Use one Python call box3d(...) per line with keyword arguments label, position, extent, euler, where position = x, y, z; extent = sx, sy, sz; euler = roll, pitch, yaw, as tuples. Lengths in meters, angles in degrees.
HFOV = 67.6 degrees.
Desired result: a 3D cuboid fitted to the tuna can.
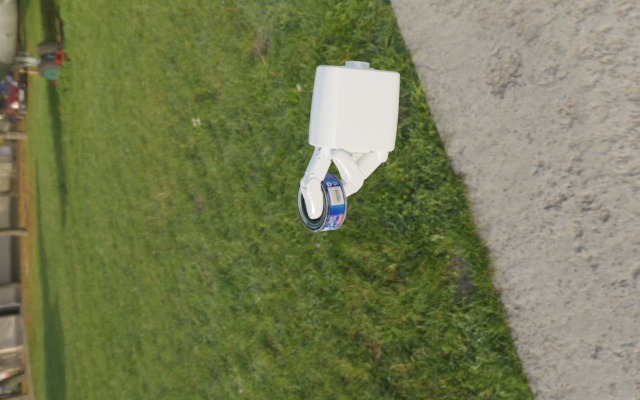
box3d(label="tuna can", position=(0.000, 0.002, 0.697), extent=(0.034, 0.086, 0.086), euler=(-7, 4, -33))
